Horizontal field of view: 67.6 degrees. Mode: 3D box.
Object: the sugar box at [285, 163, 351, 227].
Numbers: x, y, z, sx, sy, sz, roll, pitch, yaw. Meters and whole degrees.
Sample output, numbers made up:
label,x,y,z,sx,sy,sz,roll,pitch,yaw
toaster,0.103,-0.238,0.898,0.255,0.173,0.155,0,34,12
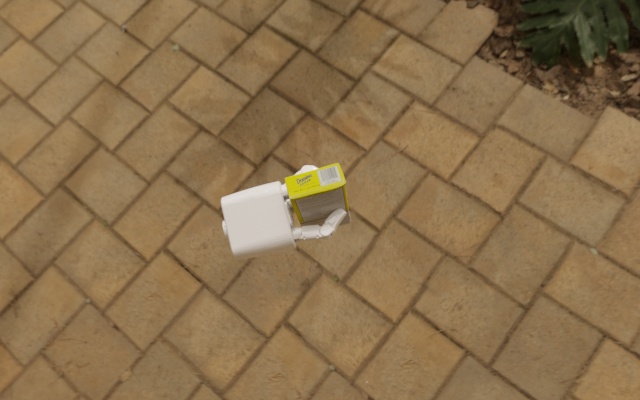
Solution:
label,x,y,z,sx,sy,sz,roll,pitch,yaw
sugar box,0.000,0.002,0.827,0.093,0.048,0.176,-15,-21,0
